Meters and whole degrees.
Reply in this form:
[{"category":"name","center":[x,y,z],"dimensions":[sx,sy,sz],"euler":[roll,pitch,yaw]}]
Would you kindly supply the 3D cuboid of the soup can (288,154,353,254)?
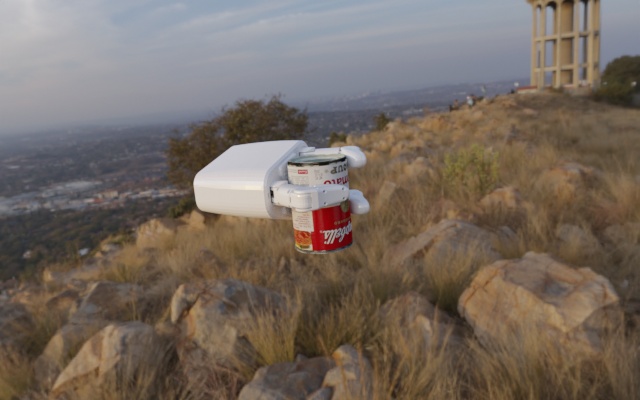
[{"category":"soup can","center":[0.000,0.002,0.543],"dimensions":[0.068,0.102,0.068],"euler":[-5,13,1]}]
